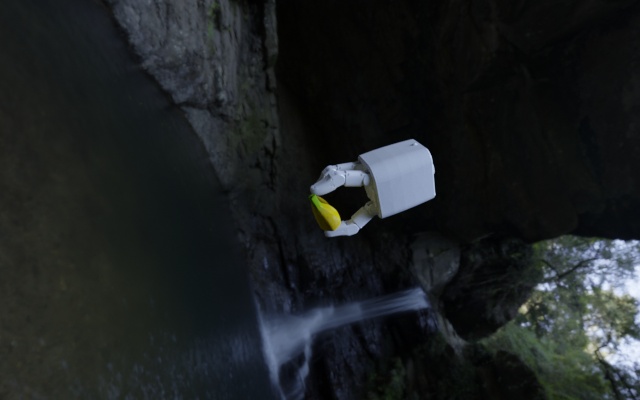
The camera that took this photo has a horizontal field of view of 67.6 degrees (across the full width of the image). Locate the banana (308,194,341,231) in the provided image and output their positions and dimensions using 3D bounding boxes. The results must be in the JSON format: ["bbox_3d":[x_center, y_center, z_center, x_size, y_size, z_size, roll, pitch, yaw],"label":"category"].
[{"bbox_3d":[0.007,0.020,0.821,0.037,0.069,0.198,-23,-1,-2],"label":"banana"}]
